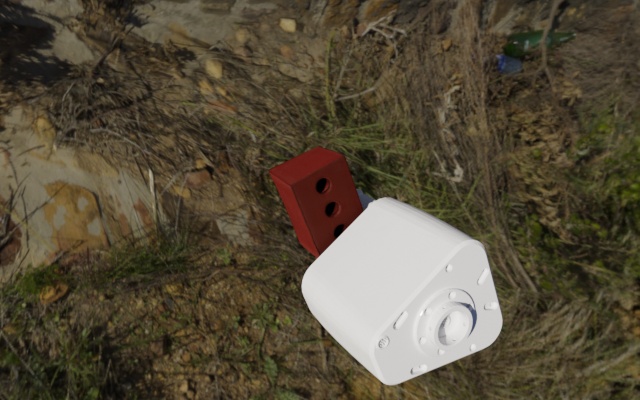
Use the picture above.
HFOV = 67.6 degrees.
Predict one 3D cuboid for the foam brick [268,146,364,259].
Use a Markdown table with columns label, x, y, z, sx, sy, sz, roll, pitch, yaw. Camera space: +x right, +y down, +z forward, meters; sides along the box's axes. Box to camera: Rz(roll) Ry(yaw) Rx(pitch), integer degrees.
| label | x | y | z | sx | sy | sz | roll | pitch | yaw |
| --- | --- | --- | --- | --- | --- | --- | --- | --- | --- |
| foam brick | 0.000 | 0.001 | 0.406 | 0.053 | 0.078 | 0.051 | -29 | 25 | -15 |
